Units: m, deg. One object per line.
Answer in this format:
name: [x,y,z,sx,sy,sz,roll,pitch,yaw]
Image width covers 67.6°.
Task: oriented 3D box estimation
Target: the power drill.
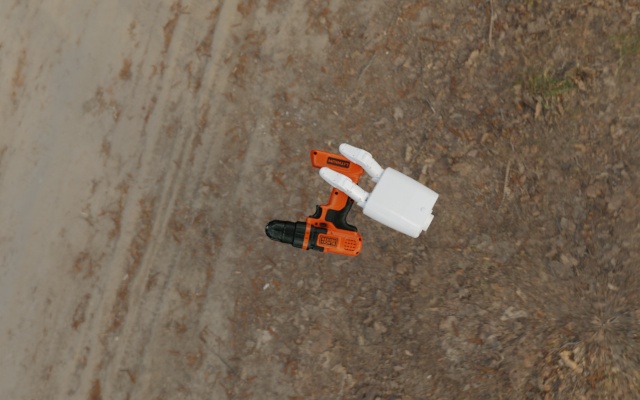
power drill: [0.001,0.003,0.895,0.184,0.187,0.057,11,5,-6]
